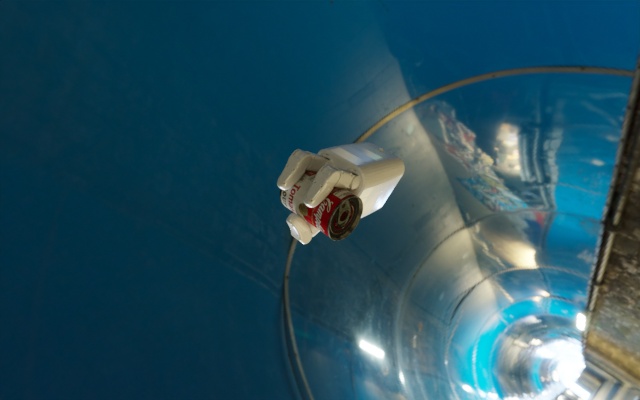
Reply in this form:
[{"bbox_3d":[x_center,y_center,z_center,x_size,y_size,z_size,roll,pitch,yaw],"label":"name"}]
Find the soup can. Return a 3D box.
[{"bbox_3d":[0.000,0.002,0.671,0.102,0.068,0.068,33,20,34],"label":"soup can"}]
